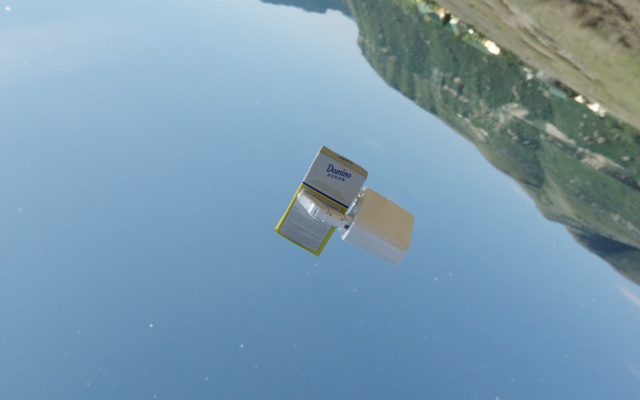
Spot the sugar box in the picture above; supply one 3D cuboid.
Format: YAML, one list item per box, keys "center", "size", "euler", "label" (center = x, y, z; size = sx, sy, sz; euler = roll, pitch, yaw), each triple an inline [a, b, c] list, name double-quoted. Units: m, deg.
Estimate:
- center: [0.000, 0.003, 0.830]
  size: [0.093, 0.176, 0.048]
  euler: [30, 22, -3]
  label: "sugar box"
